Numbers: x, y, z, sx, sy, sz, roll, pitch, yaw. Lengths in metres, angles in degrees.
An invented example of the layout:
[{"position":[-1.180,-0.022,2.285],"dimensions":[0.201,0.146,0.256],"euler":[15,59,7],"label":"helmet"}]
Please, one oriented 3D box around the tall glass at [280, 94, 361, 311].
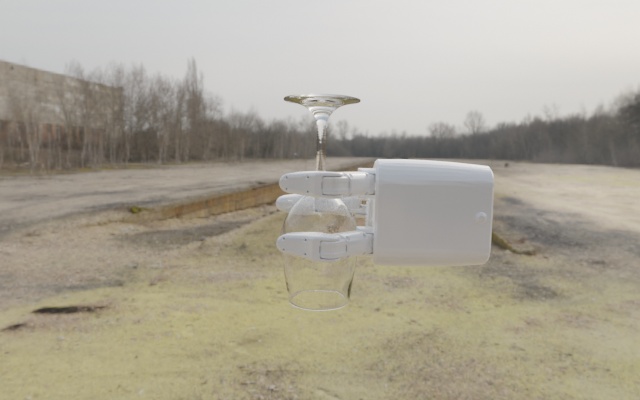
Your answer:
[{"position":[0.000,0.001,0.468],"dimensions":[0.079,0.201,0.079],"euler":[1,6,0],"label":"tall glass"}]
